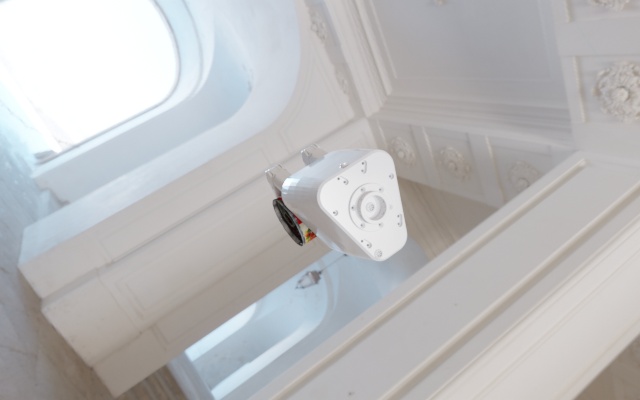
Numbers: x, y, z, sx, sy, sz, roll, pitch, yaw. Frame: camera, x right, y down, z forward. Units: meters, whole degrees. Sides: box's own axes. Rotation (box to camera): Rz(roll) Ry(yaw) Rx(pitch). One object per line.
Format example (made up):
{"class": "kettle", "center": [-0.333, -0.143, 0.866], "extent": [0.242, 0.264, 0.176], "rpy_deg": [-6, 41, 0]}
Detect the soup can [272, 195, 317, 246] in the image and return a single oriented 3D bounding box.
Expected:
{"class": "soup can", "center": [0.000, 0.002, 0.603], "extent": [0.102, 0.068, 0.068], "rpy_deg": [-33, 11, -17]}
